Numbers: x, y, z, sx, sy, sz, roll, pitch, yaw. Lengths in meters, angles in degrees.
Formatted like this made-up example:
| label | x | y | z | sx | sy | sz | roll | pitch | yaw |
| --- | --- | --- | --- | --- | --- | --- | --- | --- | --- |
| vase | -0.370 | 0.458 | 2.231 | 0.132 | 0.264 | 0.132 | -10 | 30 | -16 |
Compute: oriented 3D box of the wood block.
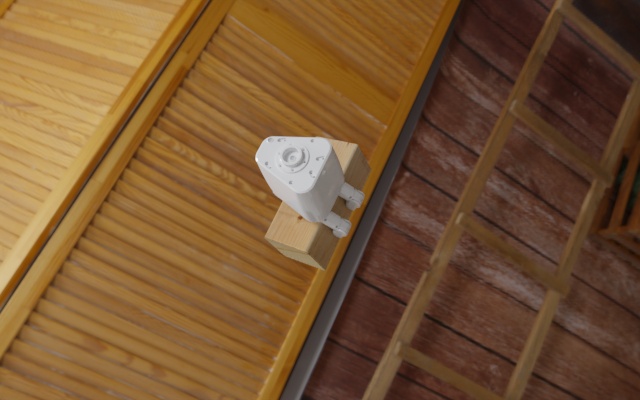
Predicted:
| label | x | y | z | sx | sy | sz | roll | pitch | yaw |
| --- | --- | --- | --- | --- | --- | --- | --- | --- | --- |
| wood block | 0.000 | 0.003 | 0.835 | 0.091 | 0.206 | 0.090 | 16 | -20 | 30 |
